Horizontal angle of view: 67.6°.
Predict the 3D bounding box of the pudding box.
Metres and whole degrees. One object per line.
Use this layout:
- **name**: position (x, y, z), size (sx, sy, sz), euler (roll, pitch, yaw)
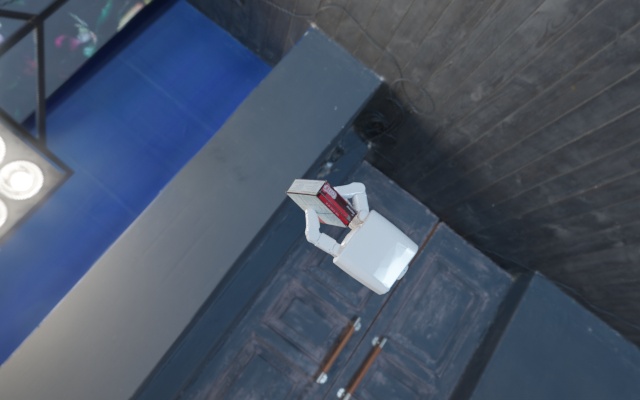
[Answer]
- **pudding box**: position (0.000, 0.003, 0.857), size (0.090, 0.039, 0.113), euler (47, -22, -26)
